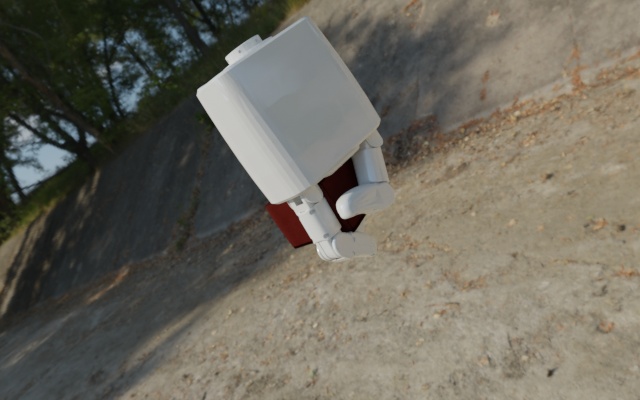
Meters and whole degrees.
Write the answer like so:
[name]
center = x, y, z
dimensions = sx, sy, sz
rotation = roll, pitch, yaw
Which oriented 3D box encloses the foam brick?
[foam brick]
center = 0.000, 0.002, 0.428
dimensions = 0.078, 0.051, 0.053
rotation = -21, 22, 42
